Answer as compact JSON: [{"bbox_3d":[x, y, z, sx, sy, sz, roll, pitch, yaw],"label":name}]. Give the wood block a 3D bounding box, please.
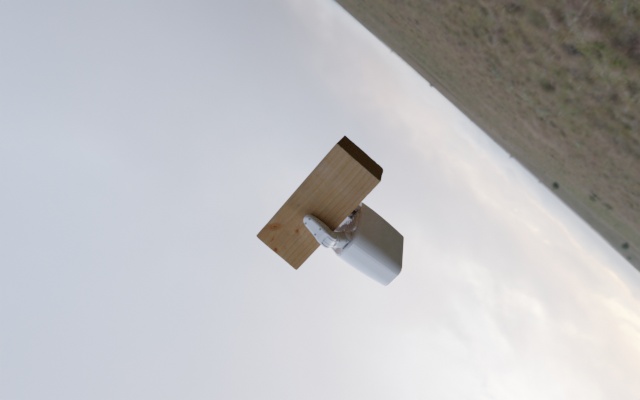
[{"bbox_3d":[0.000,0.003,0.788,0.090,0.206,0.090,41,19,-3],"label":"wood block"}]
